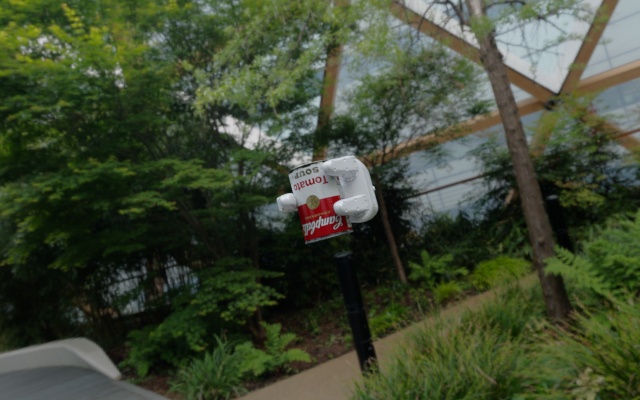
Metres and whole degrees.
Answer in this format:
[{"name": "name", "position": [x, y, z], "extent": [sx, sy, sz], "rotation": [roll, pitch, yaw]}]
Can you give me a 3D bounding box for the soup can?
[{"name": "soup can", "position": [0.000, 0.002, 0.654], "extent": [0.068, 0.102, 0.068], "rotation": [-14, -5, -1]}]
